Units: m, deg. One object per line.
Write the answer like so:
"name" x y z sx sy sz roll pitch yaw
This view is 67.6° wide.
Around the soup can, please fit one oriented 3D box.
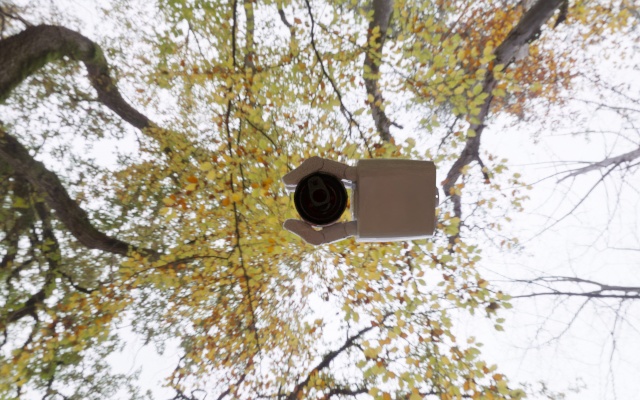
"soup can" 0.000 0.002 0.642 0.068 0.068 0.102 0 -6 0
